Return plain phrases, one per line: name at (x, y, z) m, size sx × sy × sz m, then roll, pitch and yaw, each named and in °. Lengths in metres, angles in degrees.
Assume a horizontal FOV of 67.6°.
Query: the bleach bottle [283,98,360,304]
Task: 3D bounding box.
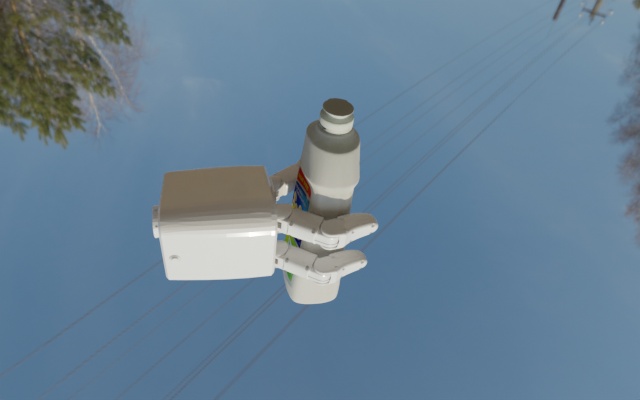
bleach bottle at (0.000, 0.002, 0.510) m, size 0.068 × 0.251 × 0.102 m, roll -2°, pitch 45°, yaw -12°
